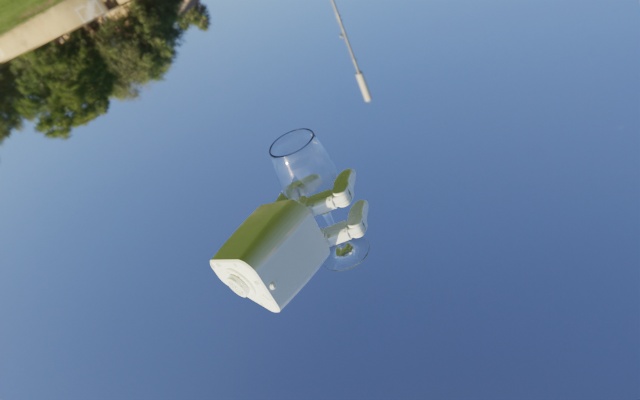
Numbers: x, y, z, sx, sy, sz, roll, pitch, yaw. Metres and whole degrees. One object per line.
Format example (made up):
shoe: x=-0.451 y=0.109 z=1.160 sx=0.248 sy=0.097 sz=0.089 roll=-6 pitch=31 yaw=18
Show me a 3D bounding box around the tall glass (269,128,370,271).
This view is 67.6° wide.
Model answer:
tall glass: x=0.000 y=0.003 z=0.650 sx=0.079 sy=0.201 sz=0.079 roll=-18 pitch=34 yaw=12
